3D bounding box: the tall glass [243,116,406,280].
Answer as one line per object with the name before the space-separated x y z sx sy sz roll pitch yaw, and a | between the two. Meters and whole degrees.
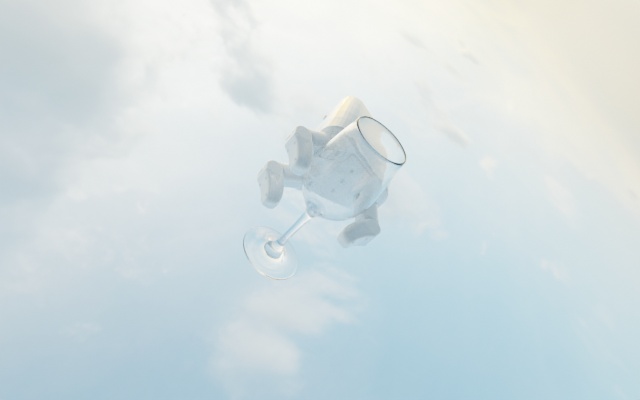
tall glass | 0.000 0.002 0.506 0.079 0.079 0.201 0 -36 -47
